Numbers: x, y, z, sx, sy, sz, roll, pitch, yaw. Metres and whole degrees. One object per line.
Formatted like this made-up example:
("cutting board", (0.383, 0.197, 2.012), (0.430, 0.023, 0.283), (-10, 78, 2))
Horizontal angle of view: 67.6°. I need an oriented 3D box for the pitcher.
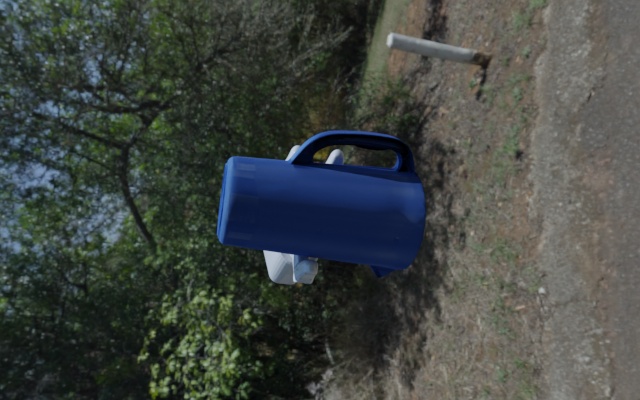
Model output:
("pitcher", (0.000, 0.002, 0.598), (0.243, 0.149, 0.145), (7, -28, -13))
